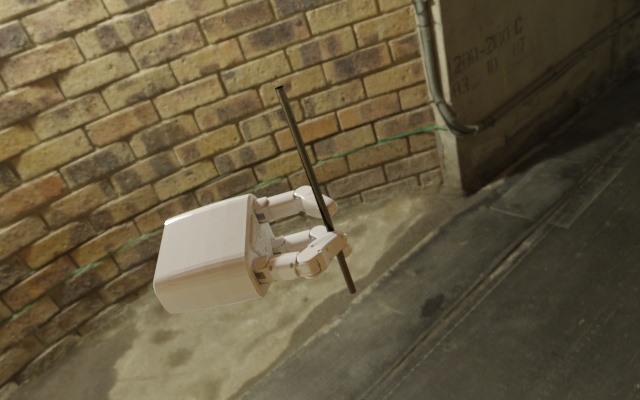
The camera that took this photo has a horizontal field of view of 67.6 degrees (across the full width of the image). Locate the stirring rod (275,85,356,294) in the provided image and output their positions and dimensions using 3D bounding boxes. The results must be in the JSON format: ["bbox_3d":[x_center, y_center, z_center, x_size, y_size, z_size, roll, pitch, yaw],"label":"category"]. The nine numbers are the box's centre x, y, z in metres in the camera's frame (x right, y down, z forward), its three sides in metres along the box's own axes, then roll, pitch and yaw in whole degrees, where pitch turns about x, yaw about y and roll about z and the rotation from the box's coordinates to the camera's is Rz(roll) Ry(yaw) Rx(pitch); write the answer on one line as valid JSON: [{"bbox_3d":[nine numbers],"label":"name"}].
[{"bbox_3d":[0.000,0.002,0.470,0.011,0.240,0.011,-15,29,9],"label":"stirring rod"}]
